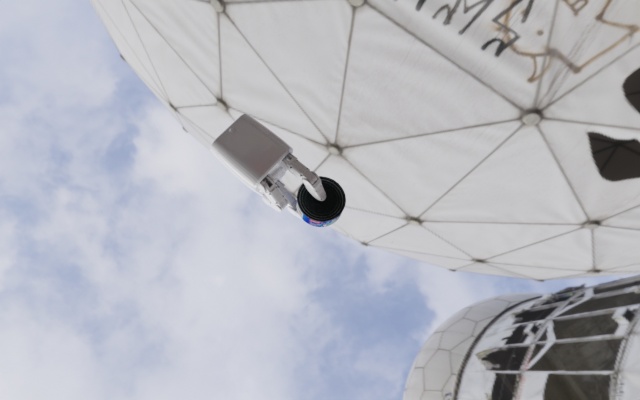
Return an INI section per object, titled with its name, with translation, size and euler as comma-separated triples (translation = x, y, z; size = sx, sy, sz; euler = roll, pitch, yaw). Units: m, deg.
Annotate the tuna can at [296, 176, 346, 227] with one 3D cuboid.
[tuna can]
translation = 0.000, 0.003, 0.839
size = 0.086, 0.086, 0.034
euler = 0, -23, -7
